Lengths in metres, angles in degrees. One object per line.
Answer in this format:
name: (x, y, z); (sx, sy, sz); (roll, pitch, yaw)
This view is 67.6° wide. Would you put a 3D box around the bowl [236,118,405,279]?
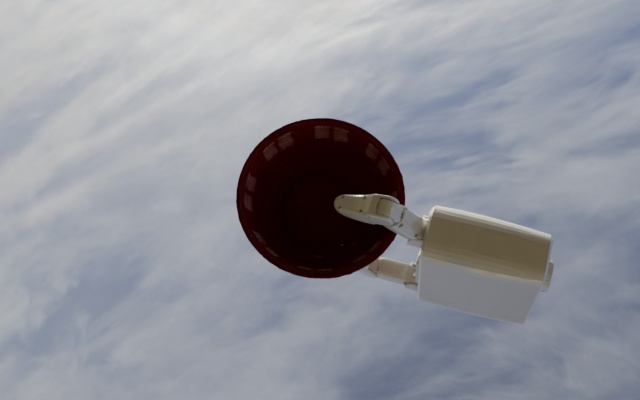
bowl: (-0.001, 0.001, 0.478); (0.162, 0.162, 0.055); (0, -18, -1)
